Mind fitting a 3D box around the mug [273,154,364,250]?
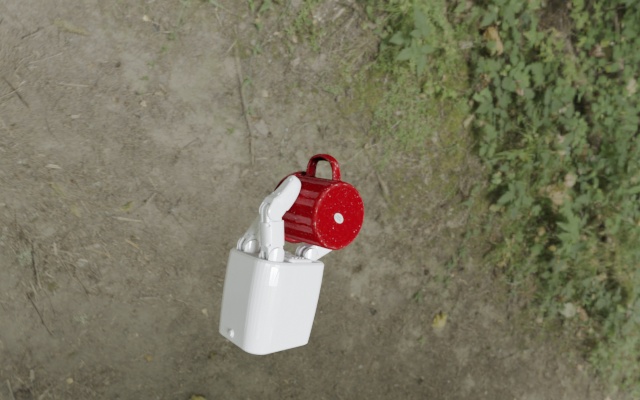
[{"bbox_3d":[0.000,0.000,0.579,0.093,0.117,0.081,7,3,-40],"label":"mug"}]
